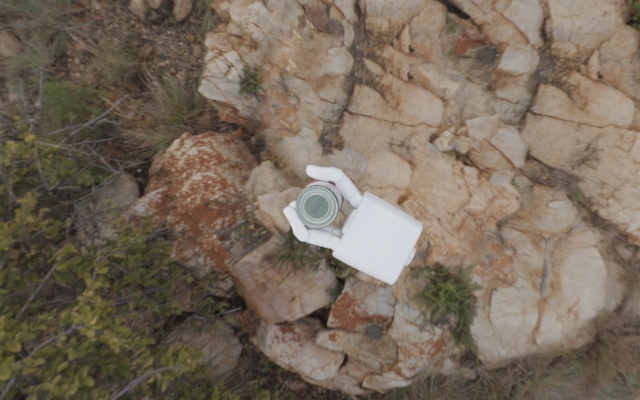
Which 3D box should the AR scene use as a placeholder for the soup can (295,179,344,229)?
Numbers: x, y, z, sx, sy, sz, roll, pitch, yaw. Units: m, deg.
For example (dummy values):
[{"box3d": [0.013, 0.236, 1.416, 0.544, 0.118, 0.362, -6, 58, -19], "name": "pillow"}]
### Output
[{"box3d": [0.000, 0.002, 0.756, 0.068, 0.068, 0.102, 0, 9, 6], "name": "soup can"}]
